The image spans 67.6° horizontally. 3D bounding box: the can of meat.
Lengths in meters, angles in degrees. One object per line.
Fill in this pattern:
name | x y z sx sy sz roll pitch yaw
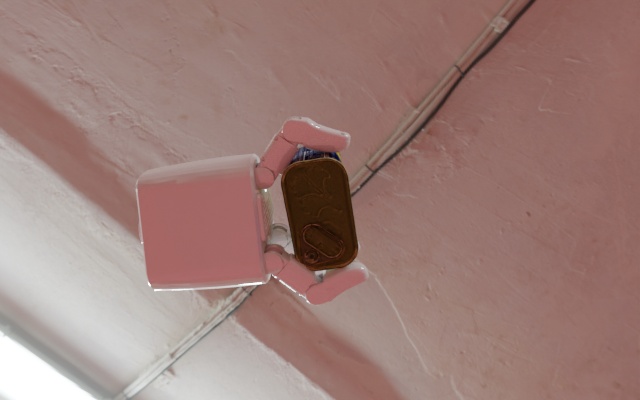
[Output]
can of meat | 0.000 0.001 0.449 0.057 0.102 0.084 -9 18 3
